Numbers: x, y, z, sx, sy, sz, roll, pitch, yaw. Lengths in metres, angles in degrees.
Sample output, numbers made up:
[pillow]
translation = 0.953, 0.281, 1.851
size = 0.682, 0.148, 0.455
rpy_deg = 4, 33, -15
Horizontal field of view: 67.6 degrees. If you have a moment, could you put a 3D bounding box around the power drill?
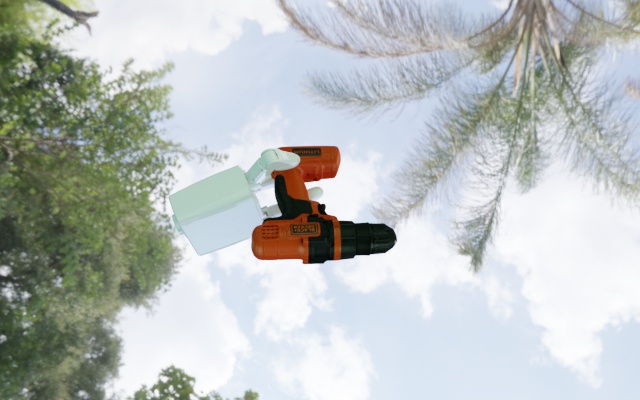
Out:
[power drill]
translation = 0.000, 0.002, 0.650
size = 0.184, 0.057, 0.187
rpy_deg = -1, 44, -5
